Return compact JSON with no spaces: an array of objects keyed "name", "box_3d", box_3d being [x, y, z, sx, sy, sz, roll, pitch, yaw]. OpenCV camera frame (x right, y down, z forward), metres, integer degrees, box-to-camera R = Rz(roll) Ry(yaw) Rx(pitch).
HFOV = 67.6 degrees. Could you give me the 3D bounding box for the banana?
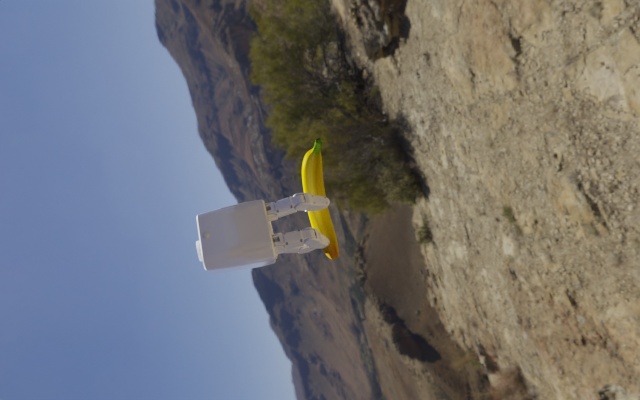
[{"name":"banana","box_3d":[-0.004,0.001,0.798,0.037,0.198,0.069,-9,-4,-11]}]
